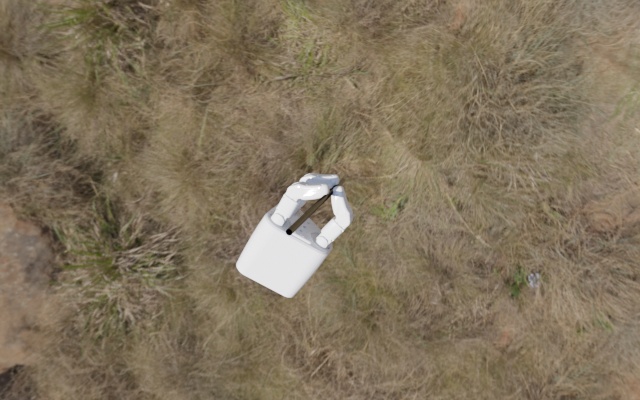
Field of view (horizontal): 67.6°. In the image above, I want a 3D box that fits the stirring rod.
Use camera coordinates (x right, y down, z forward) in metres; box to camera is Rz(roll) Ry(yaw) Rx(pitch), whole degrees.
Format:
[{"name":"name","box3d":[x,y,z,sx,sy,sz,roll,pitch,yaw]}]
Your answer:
[{"name":"stirring rod","box3d":[0.000,0.002,0.646,0.011,0.011,0.239,0,16,18]}]
